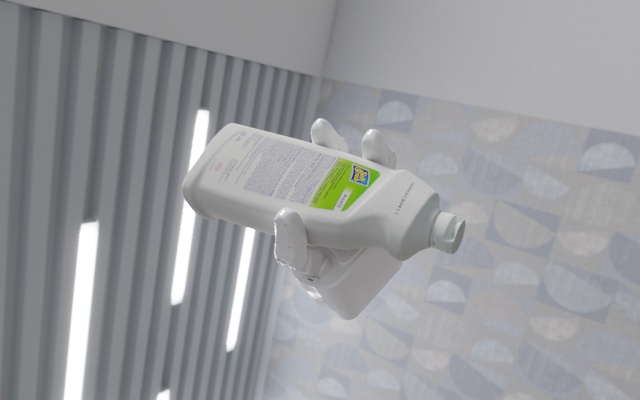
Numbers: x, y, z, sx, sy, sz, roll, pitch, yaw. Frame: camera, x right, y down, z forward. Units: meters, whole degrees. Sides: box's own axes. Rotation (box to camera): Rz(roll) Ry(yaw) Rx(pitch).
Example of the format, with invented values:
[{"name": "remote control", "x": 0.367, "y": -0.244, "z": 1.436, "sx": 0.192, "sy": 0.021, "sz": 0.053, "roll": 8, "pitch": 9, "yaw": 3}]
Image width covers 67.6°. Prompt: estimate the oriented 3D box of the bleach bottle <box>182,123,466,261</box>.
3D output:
[{"name": "bleach bottle", "x": 0.000, "y": 0.001, "z": 0.432, "sx": 0.251, "sy": 0.102, "sz": 0.068, "roll": 18, "pitch": -25, "yaw": 27}]
